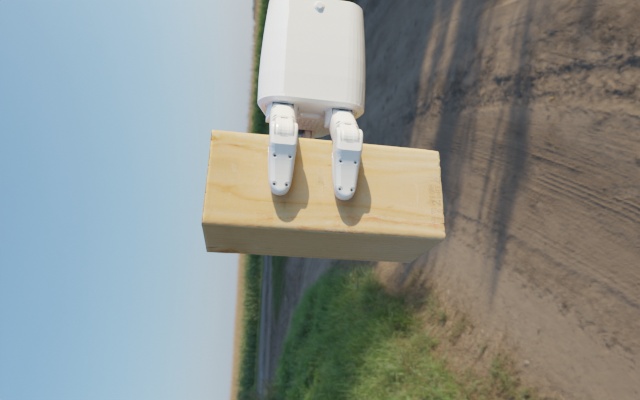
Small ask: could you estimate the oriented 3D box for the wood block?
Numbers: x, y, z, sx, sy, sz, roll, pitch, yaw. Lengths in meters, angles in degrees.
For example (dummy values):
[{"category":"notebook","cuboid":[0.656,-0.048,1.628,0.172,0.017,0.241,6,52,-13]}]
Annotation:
[{"category":"wood block","cuboid":[0.000,0.001,0.450,0.206,0.090,0.091,4,-21,-9]}]
